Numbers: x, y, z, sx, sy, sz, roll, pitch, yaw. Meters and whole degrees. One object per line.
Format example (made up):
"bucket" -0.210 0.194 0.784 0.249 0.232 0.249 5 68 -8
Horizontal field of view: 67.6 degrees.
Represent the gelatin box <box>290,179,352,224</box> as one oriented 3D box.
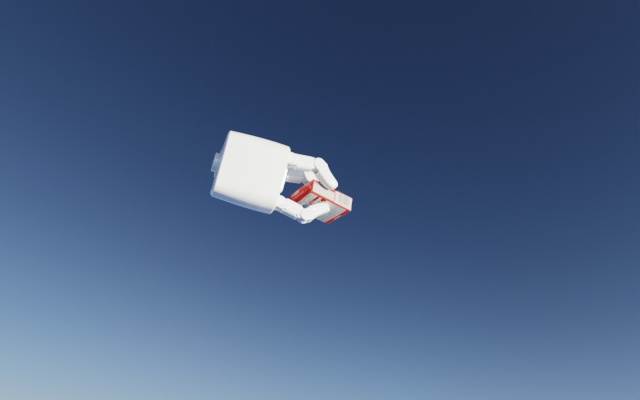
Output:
"gelatin box" 0.000 0.003 0.856 0.089 0.030 0.073 26 -35 -25
